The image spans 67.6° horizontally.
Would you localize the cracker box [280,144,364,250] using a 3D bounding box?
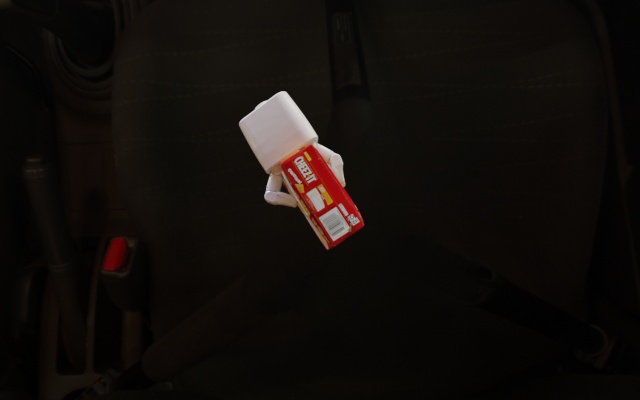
[{"bbox_3d":[0.000,0.003,0.874,0.072,0.164,0.214,-33,-5,-6],"label":"cracker box"}]
